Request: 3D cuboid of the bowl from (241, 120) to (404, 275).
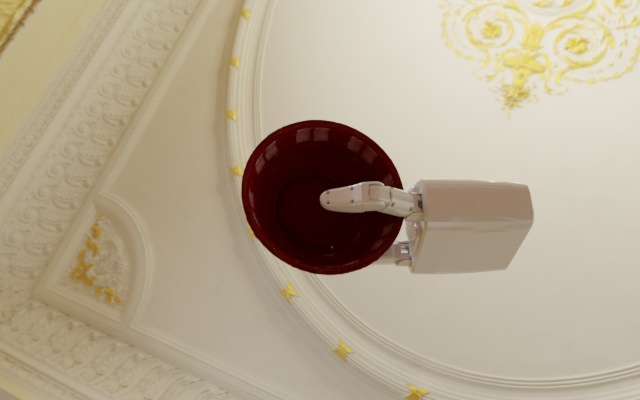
[{"bbox_3d":[-0.001,0.001,0.483,0.162,0.162,0.055,0,-22,-12],"label":"bowl"}]
